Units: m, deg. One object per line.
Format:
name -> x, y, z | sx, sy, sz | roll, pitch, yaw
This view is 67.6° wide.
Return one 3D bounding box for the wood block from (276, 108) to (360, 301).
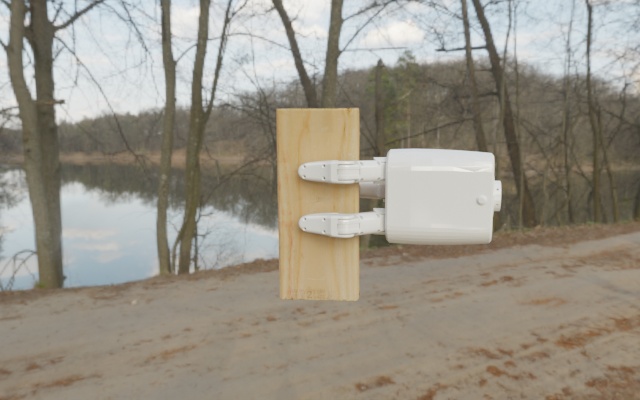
wood block -> 0.001, 0.002, 0.551 | 0.090, 0.206, 0.091 | 0, 6, 5
